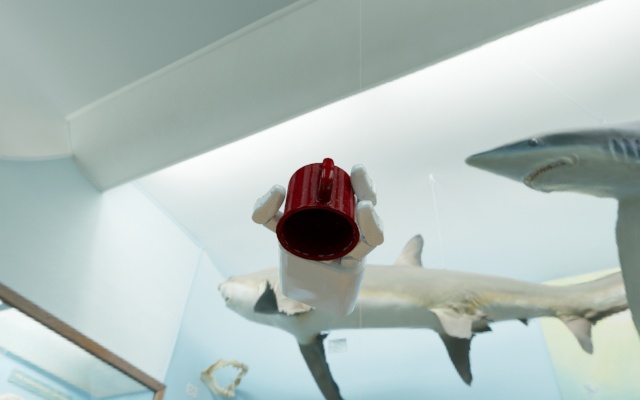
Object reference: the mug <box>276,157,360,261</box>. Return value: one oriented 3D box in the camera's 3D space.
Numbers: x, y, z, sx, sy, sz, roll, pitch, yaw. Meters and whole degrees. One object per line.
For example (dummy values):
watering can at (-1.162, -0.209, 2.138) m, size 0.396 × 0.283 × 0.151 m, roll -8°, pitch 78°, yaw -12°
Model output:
mug at (0.000, 0.001, 0.546) m, size 0.093 × 0.081 × 0.117 m, roll 6°, pitch -45°, yaw -1°
